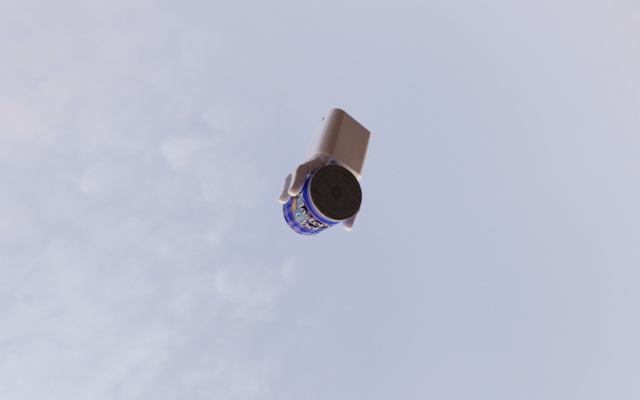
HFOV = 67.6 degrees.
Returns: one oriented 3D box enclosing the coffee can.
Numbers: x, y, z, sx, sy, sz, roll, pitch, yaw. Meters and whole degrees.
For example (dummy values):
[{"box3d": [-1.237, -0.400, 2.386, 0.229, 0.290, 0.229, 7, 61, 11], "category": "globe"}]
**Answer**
[{"box3d": [0.000, 0.003, 0.893, 0.103, 0.102, 0.140, 0, -15, -25], "category": "coffee can"}]
